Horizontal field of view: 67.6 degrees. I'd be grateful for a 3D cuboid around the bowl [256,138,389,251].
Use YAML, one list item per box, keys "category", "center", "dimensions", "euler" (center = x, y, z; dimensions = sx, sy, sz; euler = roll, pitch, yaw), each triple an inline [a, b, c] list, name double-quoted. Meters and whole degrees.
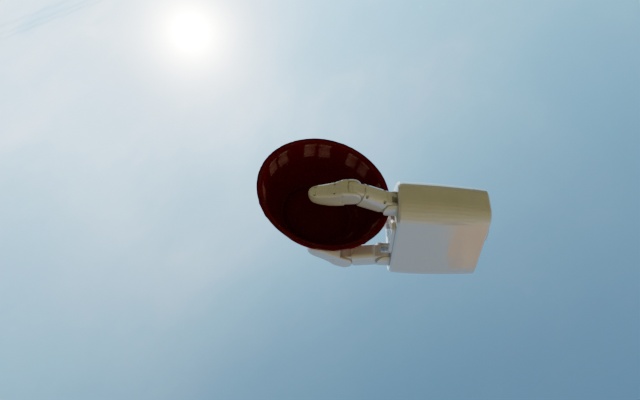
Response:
- category: "bowl"
  center: [-0.001, 0.002, 0.583]
  dimensions: [0.162, 0.162, 0.055]
  euler: [0, -34, -14]
